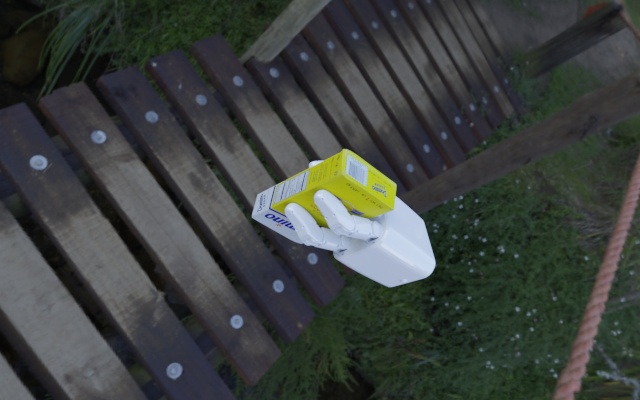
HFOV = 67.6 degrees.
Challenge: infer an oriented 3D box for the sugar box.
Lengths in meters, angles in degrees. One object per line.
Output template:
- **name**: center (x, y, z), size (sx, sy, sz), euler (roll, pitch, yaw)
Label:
- **sugar box**: center (0.000, 0.003, 0.617), size (0.093, 0.048, 0.176), euler (32, -40, -30)
